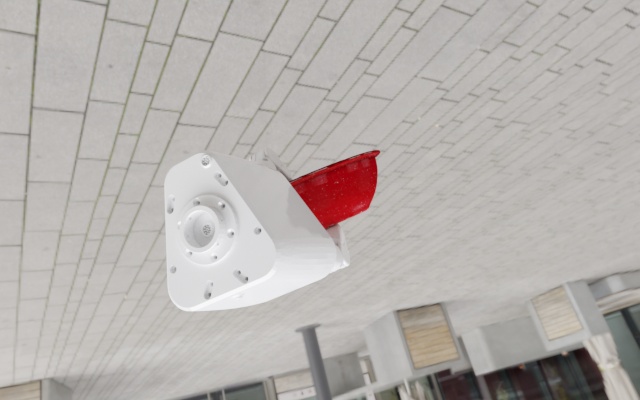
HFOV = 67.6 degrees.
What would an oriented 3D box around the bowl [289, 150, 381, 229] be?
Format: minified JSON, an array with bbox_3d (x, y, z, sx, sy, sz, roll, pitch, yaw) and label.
[{"bbox_3d":[0.001,0.002,0.522,0.162,0.055,0.162,-23,-2,-1],"label":"bowl"}]
